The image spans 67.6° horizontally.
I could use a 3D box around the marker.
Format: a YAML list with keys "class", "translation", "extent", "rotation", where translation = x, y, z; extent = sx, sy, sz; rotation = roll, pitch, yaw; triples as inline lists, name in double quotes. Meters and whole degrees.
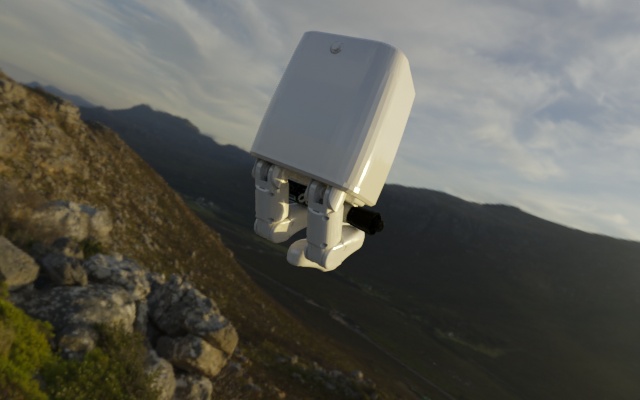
- class: "marker"
  translation: [0.000, 0.001, 0.403]
  extent: [0.121, 0.020, 0.020]
  rotation: [22, 12, 32]
